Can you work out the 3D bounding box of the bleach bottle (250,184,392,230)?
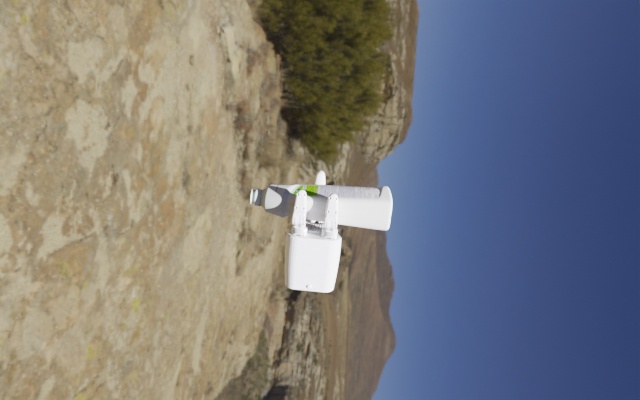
[{"bbox_3d":[0.000,0.003,0.872,0.251,0.068,0.102,6,18,1],"label":"bleach bottle"}]
